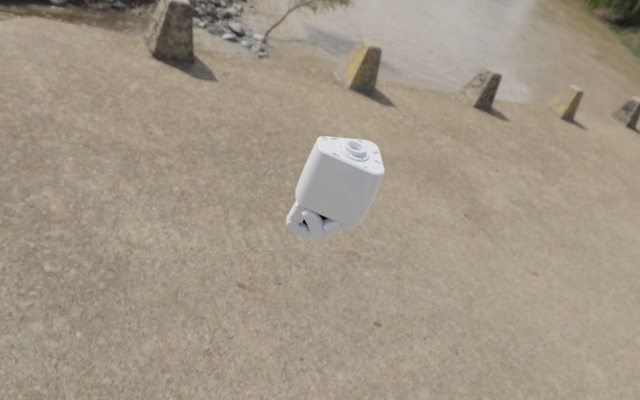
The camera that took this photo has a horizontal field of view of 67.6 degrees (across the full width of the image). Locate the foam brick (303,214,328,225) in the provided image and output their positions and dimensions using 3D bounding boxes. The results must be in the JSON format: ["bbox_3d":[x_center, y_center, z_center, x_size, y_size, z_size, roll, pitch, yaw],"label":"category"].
[{"bbox_3d":[0.000,0.003,0.815,0.053,0.051,0.078,12,37,-14],"label":"foam brick"}]
